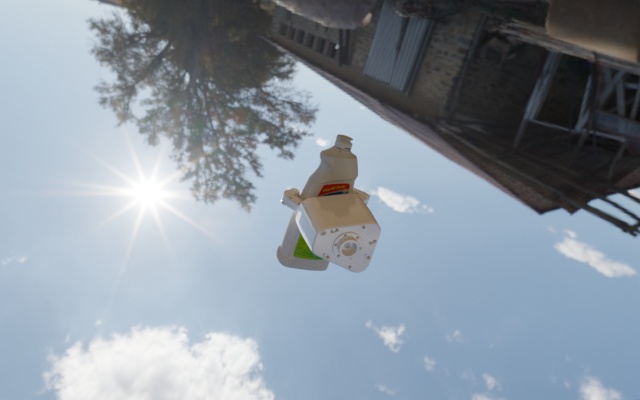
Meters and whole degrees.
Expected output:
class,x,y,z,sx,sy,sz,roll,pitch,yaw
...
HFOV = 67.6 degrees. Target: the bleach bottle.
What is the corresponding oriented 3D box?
class,x,y,z,sx,sy,sz,roll,pitch,yaw
bleach bottle,0.000,0.003,0.856,0.102,0.251,0.068,10,21,-19
